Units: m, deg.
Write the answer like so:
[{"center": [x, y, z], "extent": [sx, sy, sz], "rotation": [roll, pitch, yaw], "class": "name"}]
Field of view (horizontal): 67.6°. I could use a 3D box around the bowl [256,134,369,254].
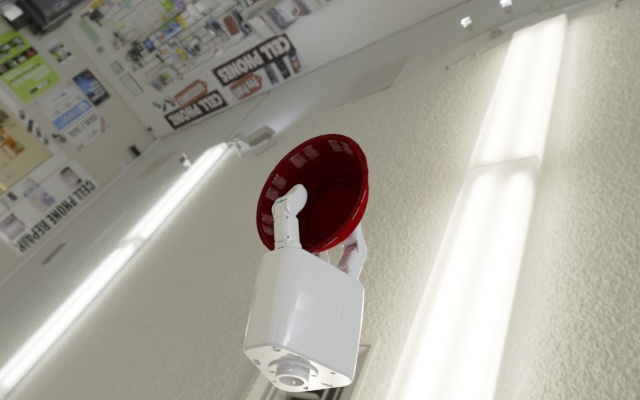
[{"center": [0.001, 0.001, 0.576], "extent": [0.162, 0.162, 0.055], "rotation": [0, -26, 40], "class": "bowl"}]
